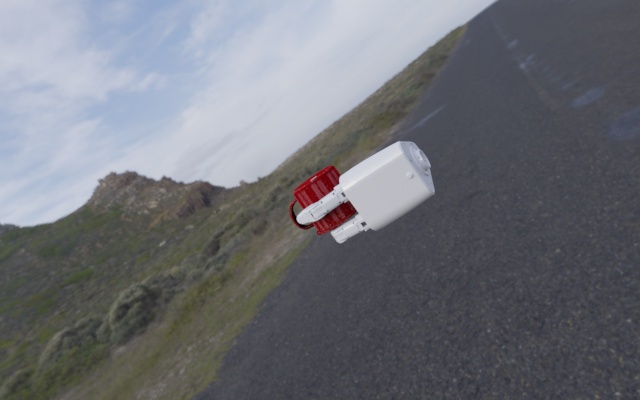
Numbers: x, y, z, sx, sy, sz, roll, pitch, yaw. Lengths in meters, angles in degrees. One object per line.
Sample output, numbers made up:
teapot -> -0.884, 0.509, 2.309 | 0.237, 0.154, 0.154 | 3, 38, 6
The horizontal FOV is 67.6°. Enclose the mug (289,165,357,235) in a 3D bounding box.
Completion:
mug -> -0.001, 0.003, 0.781 | 0.117, 0.081, 0.093 | -32, 7, 22
